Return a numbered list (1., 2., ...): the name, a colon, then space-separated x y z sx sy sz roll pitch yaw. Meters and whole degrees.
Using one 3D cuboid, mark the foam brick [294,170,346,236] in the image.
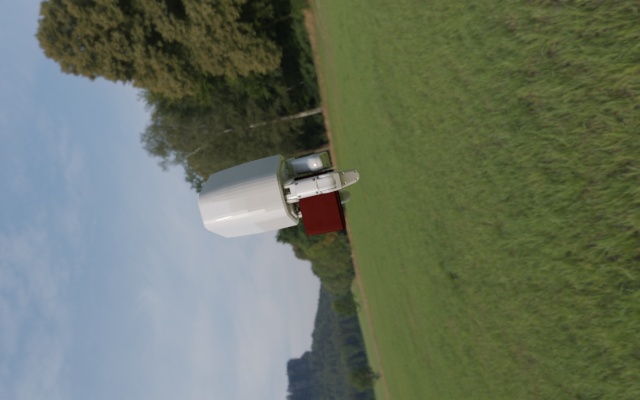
1. foam brick: 0.000 0.002 0.628 0.051 0.078 0.053 -13 4 5
